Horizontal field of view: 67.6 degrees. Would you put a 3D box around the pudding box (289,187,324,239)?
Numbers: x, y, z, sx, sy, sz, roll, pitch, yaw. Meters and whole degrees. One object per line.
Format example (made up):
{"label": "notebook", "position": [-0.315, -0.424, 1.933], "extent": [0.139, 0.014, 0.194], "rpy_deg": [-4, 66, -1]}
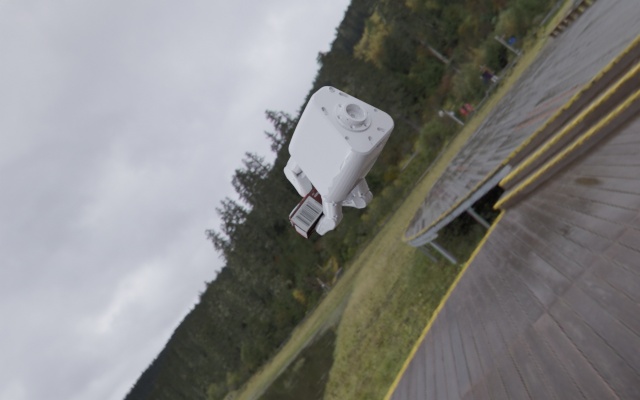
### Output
{"label": "pudding box", "position": [0.000, 0.002, 0.747], "extent": [0.039, 0.113, 0.090], "rpy_deg": [39, -8, 8]}
